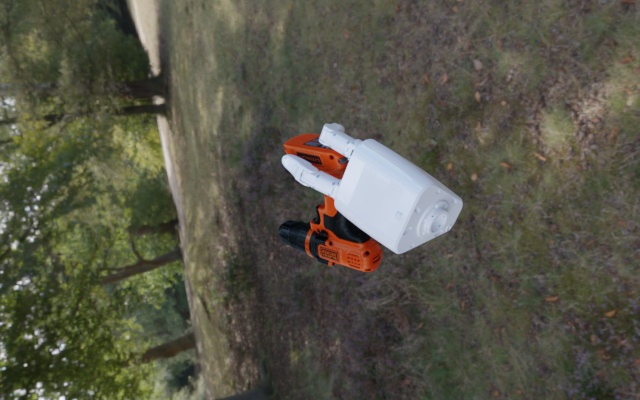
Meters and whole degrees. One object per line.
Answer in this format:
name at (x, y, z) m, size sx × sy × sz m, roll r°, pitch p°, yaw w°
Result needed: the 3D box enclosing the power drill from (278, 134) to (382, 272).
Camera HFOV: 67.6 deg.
power drill at (0.000, 0.002, 0.682) m, size 0.184 × 0.188 × 0.057 m, roll 12°, pitch 33°, yaw 37°
